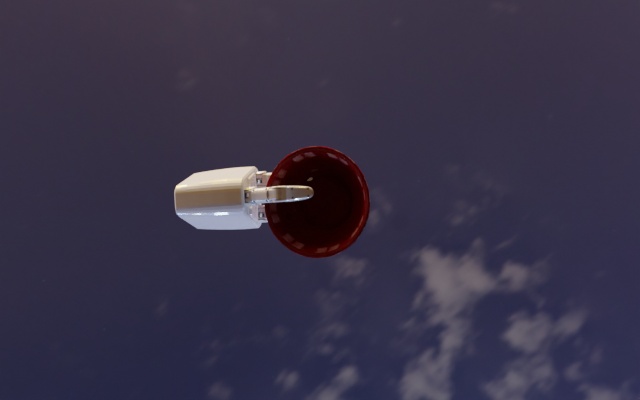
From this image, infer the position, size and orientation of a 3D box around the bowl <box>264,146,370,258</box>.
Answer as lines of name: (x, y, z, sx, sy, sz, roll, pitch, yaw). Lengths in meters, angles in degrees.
bowl: (0.002, 0.003, 0.711, 0.162, 0.162, 0.055, 0, 0, 18)
